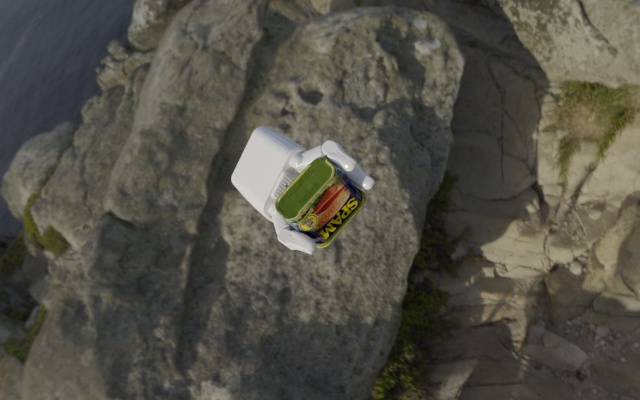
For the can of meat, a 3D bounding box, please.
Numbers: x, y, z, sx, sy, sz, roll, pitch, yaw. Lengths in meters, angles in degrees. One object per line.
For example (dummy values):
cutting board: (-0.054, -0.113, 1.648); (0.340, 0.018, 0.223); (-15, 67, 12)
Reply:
can of meat: (0.000, 0.002, 0.648); (0.057, 0.102, 0.084); (43, 0, 44)
